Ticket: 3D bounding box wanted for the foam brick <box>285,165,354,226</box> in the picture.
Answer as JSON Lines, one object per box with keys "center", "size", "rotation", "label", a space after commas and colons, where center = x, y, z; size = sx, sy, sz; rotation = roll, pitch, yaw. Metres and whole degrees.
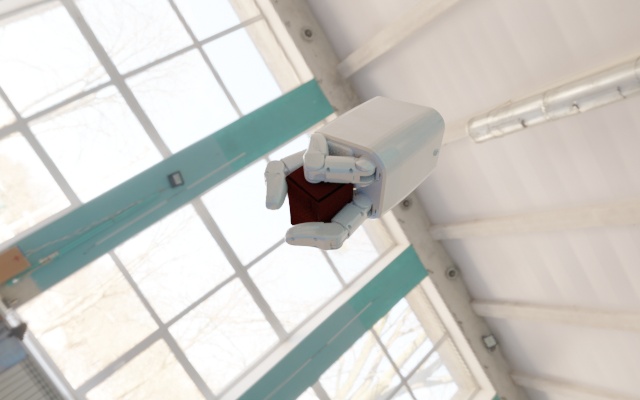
{"center": [0.000, 0.002, 0.516], "size": [0.051, 0.078, 0.053], "rotation": [-35, 57, -27], "label": "foam brick"}
